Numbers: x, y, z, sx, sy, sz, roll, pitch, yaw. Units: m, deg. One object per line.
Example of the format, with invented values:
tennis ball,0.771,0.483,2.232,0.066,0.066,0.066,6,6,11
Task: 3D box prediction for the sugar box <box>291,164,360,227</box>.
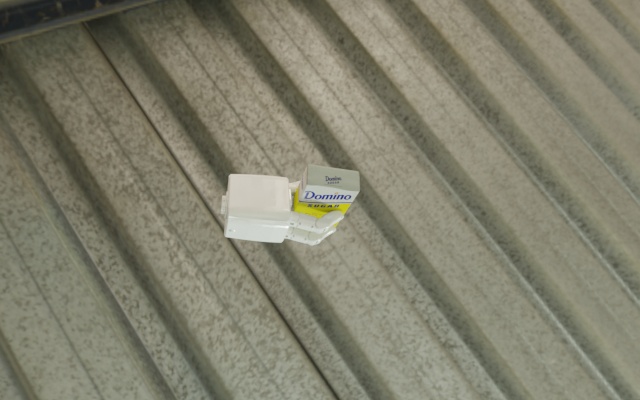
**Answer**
sugar box,0.000,0.003,0.859,0.093,0.048,0.176,7,-27,-12
